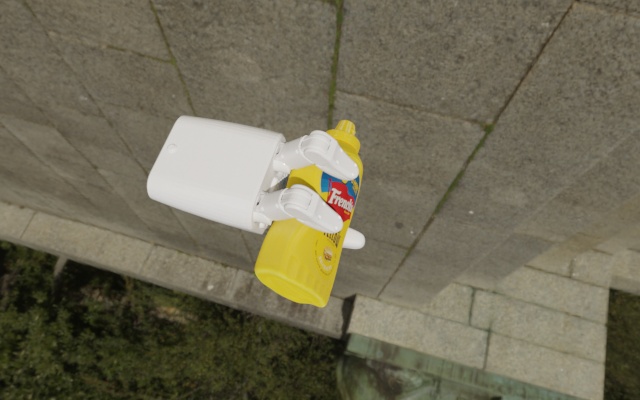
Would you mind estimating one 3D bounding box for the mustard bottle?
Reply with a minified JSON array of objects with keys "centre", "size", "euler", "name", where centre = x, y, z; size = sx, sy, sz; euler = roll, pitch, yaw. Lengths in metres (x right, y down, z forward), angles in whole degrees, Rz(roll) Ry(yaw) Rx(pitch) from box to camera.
[{"centre":[0.000,0.002,0.478],"size":[0.058,0.191,0.096],"euler":[3,-27,31],"name":"mustard bottle"}]
